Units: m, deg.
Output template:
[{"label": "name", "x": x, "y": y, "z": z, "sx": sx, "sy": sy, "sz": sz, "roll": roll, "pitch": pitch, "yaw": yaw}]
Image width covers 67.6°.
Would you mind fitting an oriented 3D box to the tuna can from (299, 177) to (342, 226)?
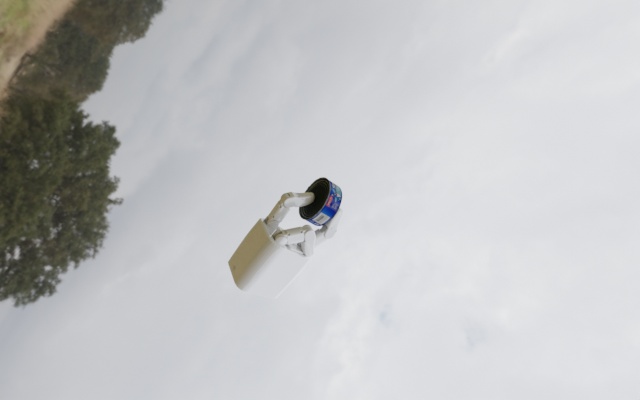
[{"label": "tuna can", "x": 0.001, "y": 0.003, "z": 0.869, "sx": 0.034, "sy": 0.086, "sz": 0.086, "roll": 31, "pitch": -16, "yaw": -30}]
